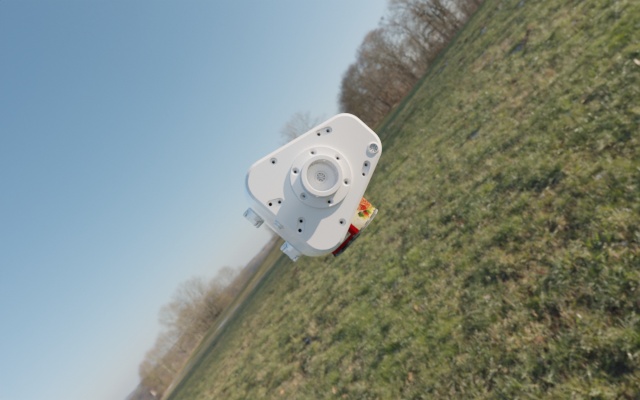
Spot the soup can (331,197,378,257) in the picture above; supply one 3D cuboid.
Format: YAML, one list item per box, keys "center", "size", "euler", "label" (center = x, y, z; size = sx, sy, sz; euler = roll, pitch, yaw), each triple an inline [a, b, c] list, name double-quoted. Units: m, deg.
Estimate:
- center: [0.000, 0.001, 0.508]
  size: [0.102, 0.068, 0.068]
  euler: [41, -1, -1]
  label: "soup can"
